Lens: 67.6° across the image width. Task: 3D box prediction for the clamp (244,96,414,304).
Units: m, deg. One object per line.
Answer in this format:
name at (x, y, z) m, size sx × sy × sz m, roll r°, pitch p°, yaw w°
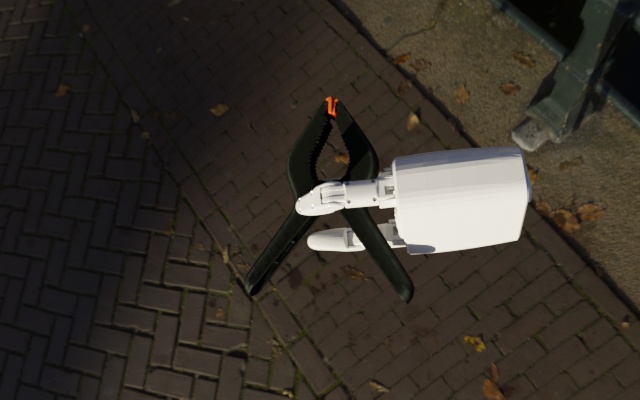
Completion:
clamp at (0.000, 0.001, 0.474) m, size 0.164 × 0.210 × 0.036 m, roll -7°, pitch -13°, yaw 11°
